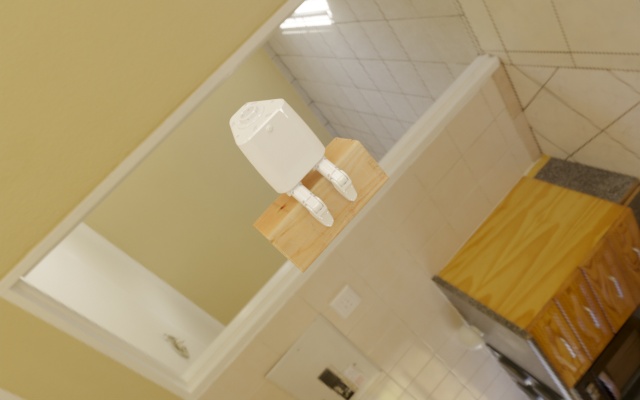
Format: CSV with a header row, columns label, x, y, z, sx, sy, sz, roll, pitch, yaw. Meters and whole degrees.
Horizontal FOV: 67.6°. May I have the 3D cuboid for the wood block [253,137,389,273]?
label,x,y,z,sx,sy,sz,roll,pitch,yaw
wood block,0.000,0.002,0.781,0.090,0.206,0.091,47,-9,-24
